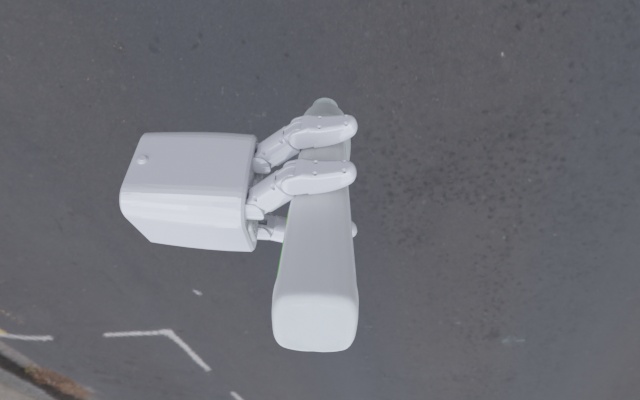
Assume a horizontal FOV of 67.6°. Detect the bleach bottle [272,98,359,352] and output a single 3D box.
[{"bbox_3d":[0.000,0.001,0.446,0.068,0.250,0.103,3,-39,0],"label":"bleach bottle"}]
